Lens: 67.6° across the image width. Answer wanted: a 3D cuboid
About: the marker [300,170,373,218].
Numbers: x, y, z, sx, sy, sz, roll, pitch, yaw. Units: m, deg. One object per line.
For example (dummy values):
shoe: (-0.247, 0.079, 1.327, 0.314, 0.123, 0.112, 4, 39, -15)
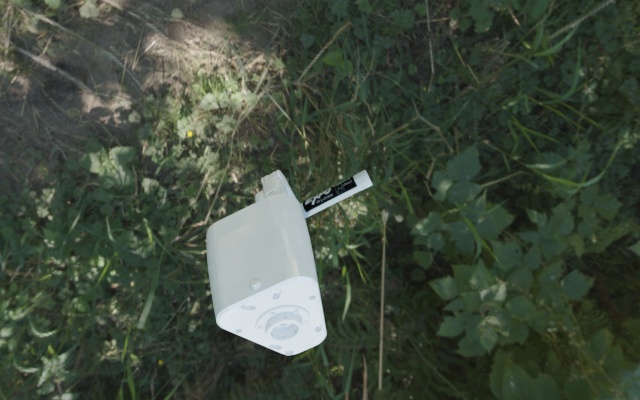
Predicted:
marker: (0.000, 0.002, 0.533, 0.121, 0.020, 0.020, -27, -4, 7)
